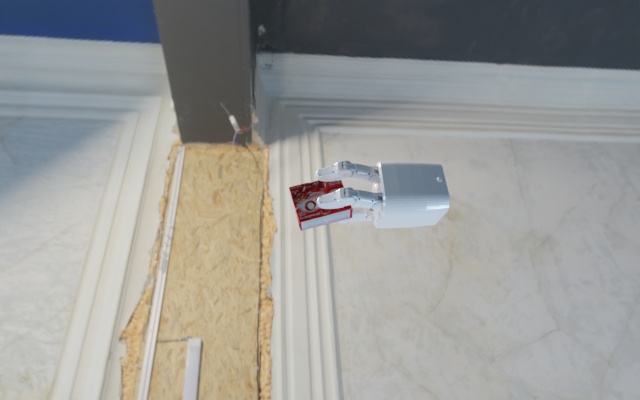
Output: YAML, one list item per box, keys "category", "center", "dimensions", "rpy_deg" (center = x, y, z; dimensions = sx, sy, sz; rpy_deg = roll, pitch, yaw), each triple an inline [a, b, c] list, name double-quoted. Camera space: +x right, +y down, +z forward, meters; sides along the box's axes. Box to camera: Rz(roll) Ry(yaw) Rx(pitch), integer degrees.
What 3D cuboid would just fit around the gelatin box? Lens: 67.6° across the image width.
- category: "gelatin box"
  center: [0.000, 0.003, 0.775]
  dimensions: [0.089, 0.073, 0.030]
  rpy_deg: [-14, -35, -6]
